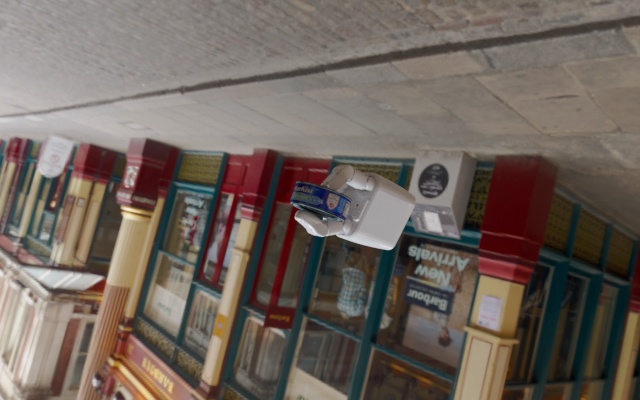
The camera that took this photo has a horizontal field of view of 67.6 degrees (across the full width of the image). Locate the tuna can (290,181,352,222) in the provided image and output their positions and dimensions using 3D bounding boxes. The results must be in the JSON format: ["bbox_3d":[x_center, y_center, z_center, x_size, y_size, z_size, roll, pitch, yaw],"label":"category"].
[{"bbox_3d":[0.000,0.003,0.691,0.086,0.033,0.086,18,-8,3],"label":"tuna can"}]
